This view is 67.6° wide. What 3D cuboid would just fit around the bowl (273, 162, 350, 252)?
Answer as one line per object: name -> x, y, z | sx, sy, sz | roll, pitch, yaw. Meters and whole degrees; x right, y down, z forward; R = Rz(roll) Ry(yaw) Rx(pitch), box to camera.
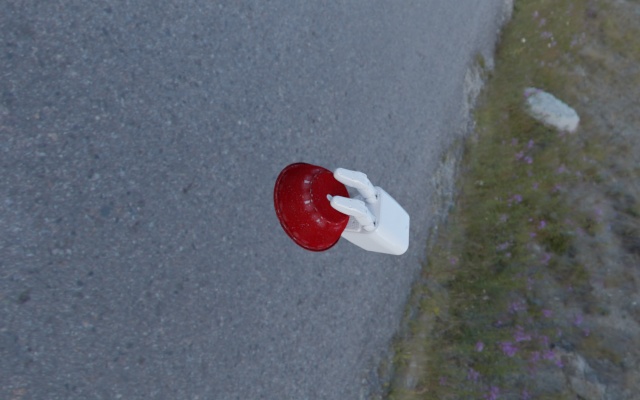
bowl -> -0.001, 0.002, 0.806 | 0.162, 0.162, 0.055 | 0, -17, -44
